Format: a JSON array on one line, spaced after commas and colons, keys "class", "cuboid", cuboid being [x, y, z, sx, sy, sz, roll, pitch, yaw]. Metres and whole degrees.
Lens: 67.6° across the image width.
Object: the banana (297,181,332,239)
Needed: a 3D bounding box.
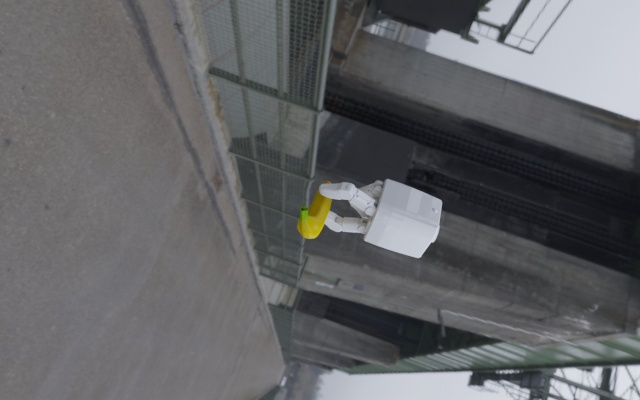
[{"class": "banana", "cuboid": [-0.006, 0.020, 0.806, 0.037, 0.070, 0.197, 20, 17, 4]}]
